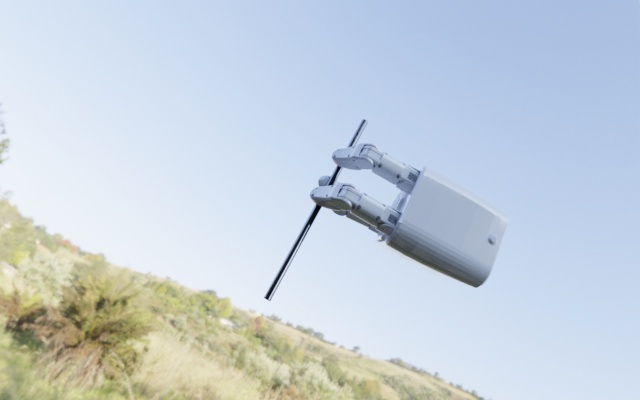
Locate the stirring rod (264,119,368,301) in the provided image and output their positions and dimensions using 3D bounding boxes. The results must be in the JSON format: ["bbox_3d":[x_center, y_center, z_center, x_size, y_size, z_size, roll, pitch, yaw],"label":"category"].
[{"bbox_3d":[0.000,0.002,0.522,0.011,0.239,0.011,24,-24,12],"label":"stirring rod"}]
